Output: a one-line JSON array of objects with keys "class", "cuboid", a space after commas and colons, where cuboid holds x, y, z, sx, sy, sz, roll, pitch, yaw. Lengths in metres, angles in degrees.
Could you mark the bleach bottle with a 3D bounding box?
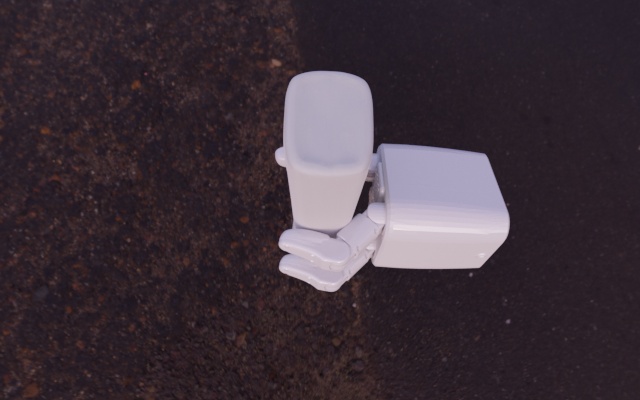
[{"class": "bleach bottle", "cuboid": [0.000, 0.002, 0.459, 0.068, 0.102, 0.251, 2, -29, -2]}]
